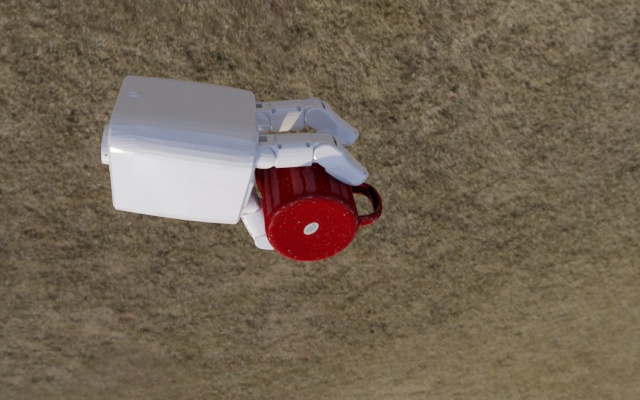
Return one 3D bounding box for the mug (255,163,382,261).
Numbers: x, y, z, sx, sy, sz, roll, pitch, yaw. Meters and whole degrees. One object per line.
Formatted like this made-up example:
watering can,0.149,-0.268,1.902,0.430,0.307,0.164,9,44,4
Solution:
mug,0.001,0.002,0.436,0.117,0.093,0.081,5,40,-15
